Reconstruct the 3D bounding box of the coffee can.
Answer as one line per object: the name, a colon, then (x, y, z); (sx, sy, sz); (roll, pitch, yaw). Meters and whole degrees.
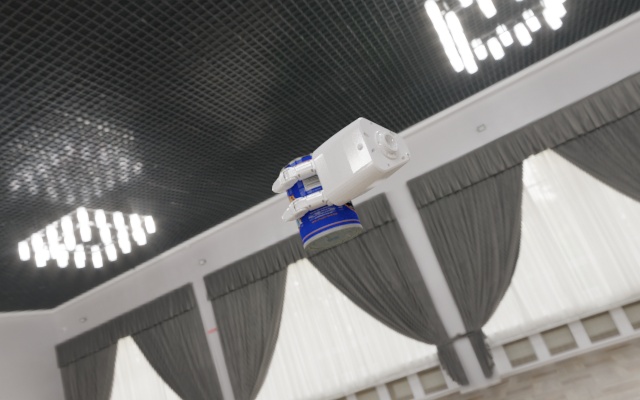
coffee can: (0.000, 0.003, 0.812); (0.103, 0.140, 0.103); (-18, -18, -6)
